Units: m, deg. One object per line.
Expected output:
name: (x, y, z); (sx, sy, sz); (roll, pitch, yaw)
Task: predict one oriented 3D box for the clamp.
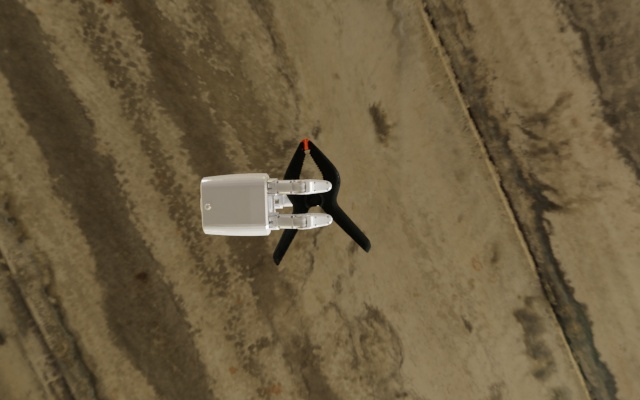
clamp: (0.000, 0.002, 0.792); (0.164, 0.210, 0.036); (-2, 6, -1)
